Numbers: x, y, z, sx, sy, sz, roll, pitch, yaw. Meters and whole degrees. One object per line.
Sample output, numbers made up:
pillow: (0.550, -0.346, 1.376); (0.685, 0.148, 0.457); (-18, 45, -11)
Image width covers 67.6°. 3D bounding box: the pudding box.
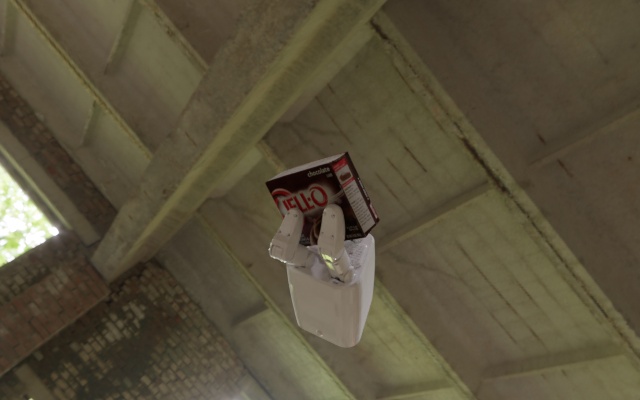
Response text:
pudding box: (0.000, 0.002, 0.538); (0.113, 0.090, 0.039); (-14, 18, 43)
